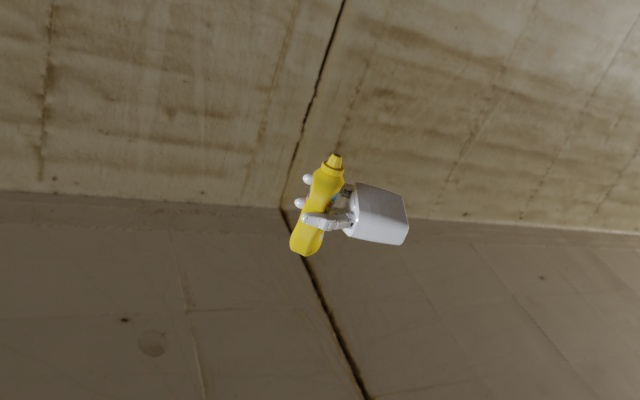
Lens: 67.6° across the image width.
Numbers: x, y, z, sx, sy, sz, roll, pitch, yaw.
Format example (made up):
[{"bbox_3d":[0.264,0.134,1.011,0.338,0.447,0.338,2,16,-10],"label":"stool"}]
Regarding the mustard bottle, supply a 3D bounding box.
[{"bbox_3d":[0.000,0.003,0.876,0.058,0.192,0.096,24,25,8],"label":"mustard bottle"}]
